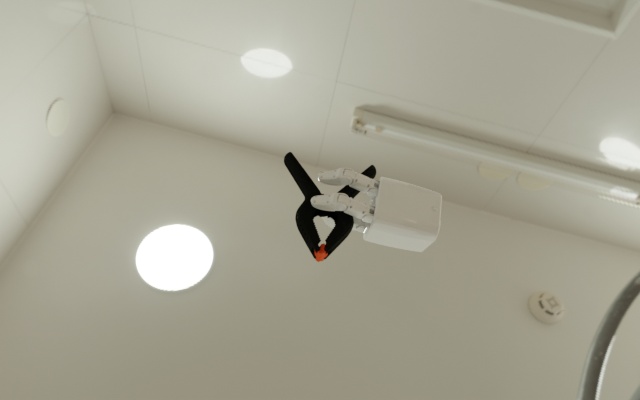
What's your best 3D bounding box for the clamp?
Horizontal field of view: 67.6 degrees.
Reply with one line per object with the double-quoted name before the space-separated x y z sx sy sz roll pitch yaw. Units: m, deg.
"clamp" 0.000 0.004 0.796 0.164 0.209 0.036 13 -38 2
